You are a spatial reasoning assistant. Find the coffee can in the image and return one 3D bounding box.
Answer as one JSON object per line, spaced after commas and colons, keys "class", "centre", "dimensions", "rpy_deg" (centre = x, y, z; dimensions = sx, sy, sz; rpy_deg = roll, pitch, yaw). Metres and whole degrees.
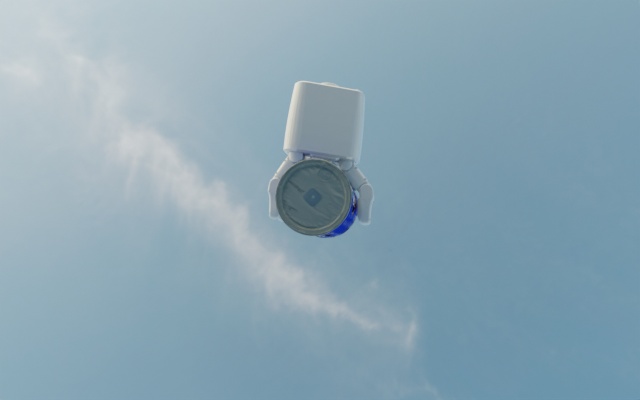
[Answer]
{"class": "coffee can", "centre": [0.000, 0.002, 0.696], "dimensions": [0.103, 0.103, 0.140], "rpy_deg": [0, -6, 8]}
